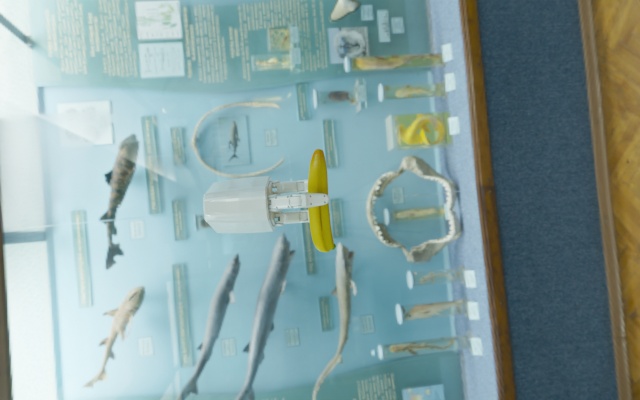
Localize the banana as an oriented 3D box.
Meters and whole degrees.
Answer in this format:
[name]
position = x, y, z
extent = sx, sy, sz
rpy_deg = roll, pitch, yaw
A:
[banana]
position = -0.001, 0.014, 0.820
extent = 0.037, 0.198, 0.069
rpy_deg = -3, 24, 6
